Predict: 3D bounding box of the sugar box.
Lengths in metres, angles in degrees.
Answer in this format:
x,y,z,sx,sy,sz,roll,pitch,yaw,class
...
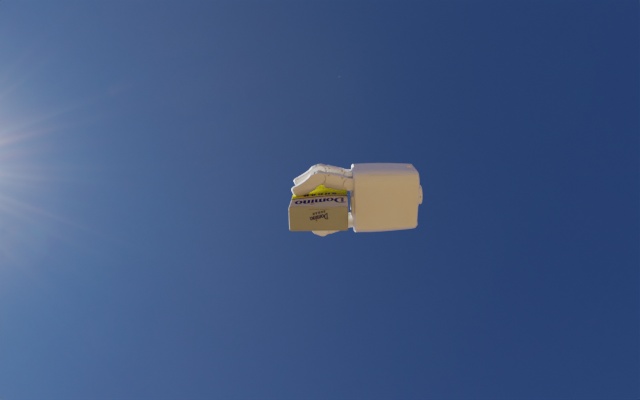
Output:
x,y,z,sx,sy,sz,roll,pitch,yaw,class
0.000,0.002,0.808,0.093,0.048,0.176,-1,14,2,sugar box
